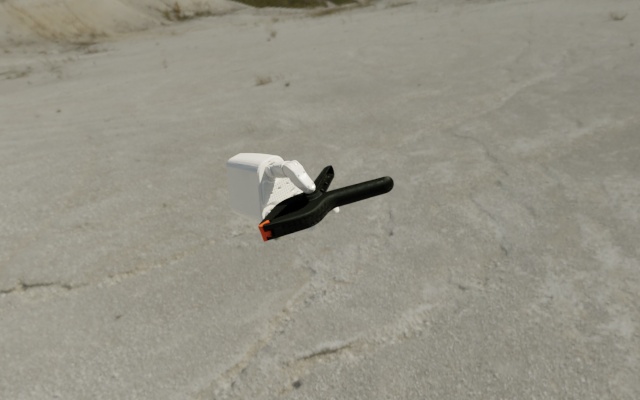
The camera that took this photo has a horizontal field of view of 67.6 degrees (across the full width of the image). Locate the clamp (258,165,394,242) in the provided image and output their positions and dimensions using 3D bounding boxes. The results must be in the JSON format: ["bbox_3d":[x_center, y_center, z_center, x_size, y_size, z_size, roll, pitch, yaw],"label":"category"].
[{"bbox_3d":[-0.001,0.002,0.739,0.210,0.036,0.164,-34,27,-34],"label":"clamp"}]
